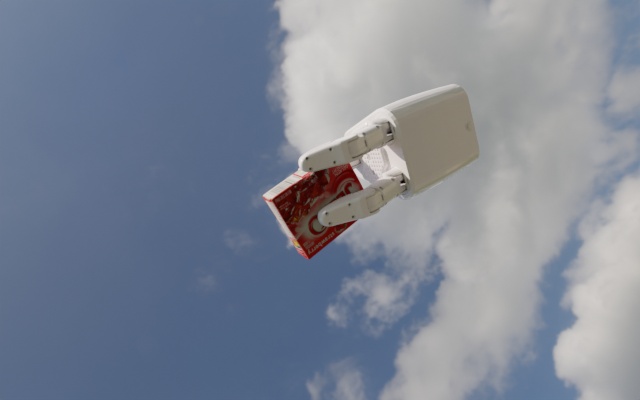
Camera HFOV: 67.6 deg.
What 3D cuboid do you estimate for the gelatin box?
[{"bbox_3d":[0.000,0.002,0.472,0.089,0.073,0.030,-37,22,-16],"label":"gelatin box"}]
